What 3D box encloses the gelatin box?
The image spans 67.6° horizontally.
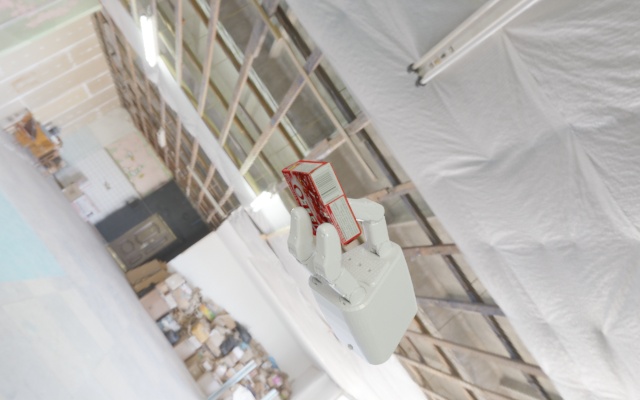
[{"bbox_3d":[0.000,0.001,0.515,0.030,0.089,0.073,-32,19,-20],"label":"gelatin box"}]
